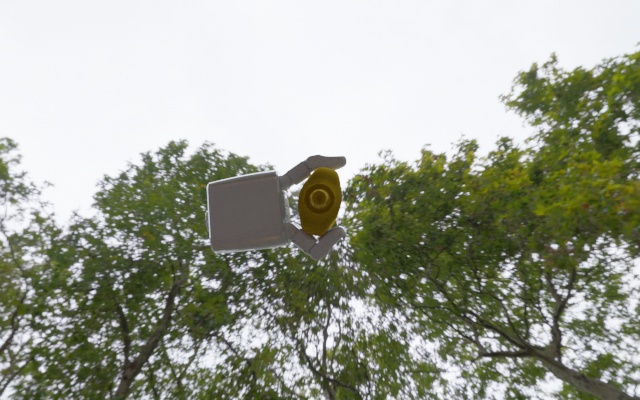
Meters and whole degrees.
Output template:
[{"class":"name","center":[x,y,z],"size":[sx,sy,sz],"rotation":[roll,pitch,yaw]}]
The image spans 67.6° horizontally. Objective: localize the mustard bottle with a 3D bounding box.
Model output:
[{"class":"mustard bottle","center":[0.000,0.002,0.683],"size":[0.058,0.096,0.191],"rotation":[16,-3,3]}]
